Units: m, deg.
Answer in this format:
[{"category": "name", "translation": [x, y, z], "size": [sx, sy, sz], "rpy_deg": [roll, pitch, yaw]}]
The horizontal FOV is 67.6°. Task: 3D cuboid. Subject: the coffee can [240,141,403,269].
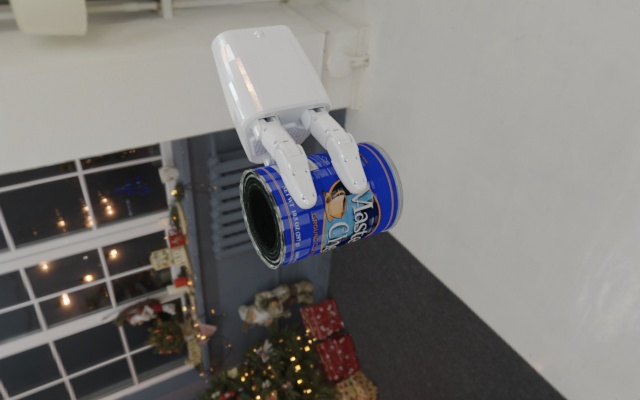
[{"category": "coffee can", "translation": [0.000, 0.002, 0.502], "size": [0.140, 0.103, 0.103], "rpy_deg": [-16, 7, -26]}]
